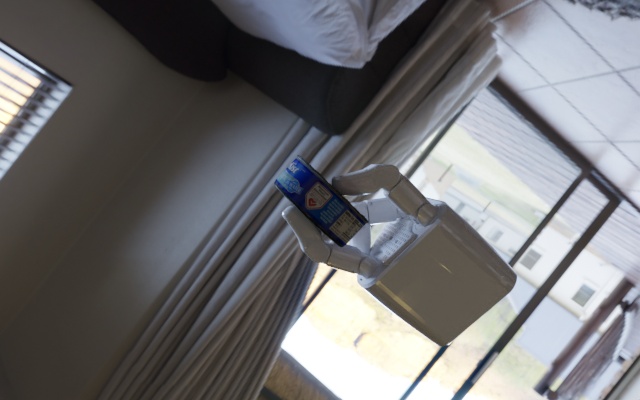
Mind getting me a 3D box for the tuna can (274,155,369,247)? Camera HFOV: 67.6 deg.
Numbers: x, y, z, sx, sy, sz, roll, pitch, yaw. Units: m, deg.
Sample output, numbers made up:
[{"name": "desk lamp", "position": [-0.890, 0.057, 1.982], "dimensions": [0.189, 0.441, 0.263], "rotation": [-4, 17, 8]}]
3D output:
[{"name": "tuna can", "position": [0.000, 0.002, 0.421], "dimensions": [0.086, 0.034, 0.086], "rotation": [44, 0, 0]}]
